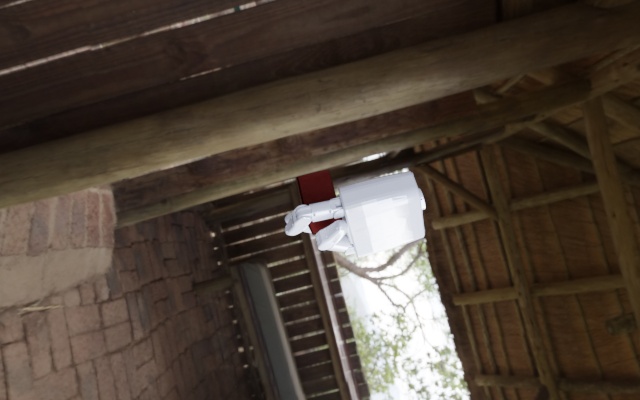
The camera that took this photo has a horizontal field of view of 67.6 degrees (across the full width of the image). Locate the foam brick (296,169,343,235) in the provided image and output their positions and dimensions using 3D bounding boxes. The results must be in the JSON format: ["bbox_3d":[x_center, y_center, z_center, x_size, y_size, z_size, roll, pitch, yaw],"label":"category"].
[{"bbox_3d":[0.000,0.002,0.713,0.051,0.078,0.053,-16,-30,3],"label":"foam brick"}]
